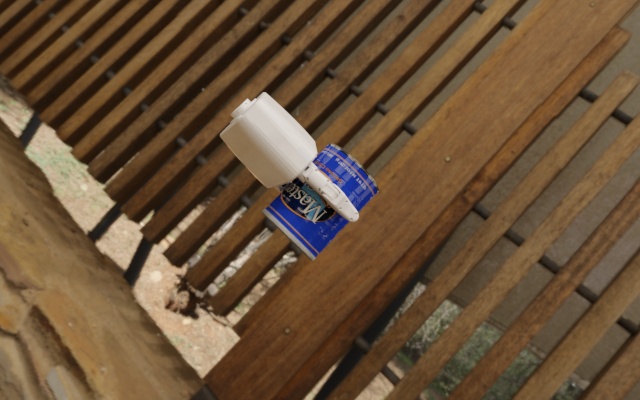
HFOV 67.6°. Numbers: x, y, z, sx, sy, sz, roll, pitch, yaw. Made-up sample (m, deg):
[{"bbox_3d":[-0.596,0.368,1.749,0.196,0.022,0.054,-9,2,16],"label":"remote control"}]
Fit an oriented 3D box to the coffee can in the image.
[{"bbox_3d":[0.000,0.003,0.692,0.103,0.140,0.103,43,-6,6],"label":"coffee can"}]
